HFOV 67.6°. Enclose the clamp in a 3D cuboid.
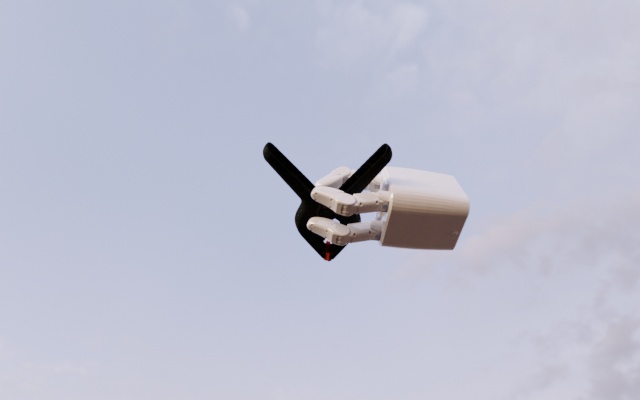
[{"bbox_3d":[0.000,0.002,0.665,0.164,0.210,0.036,7,41,-1],"label":"clamp"}]
